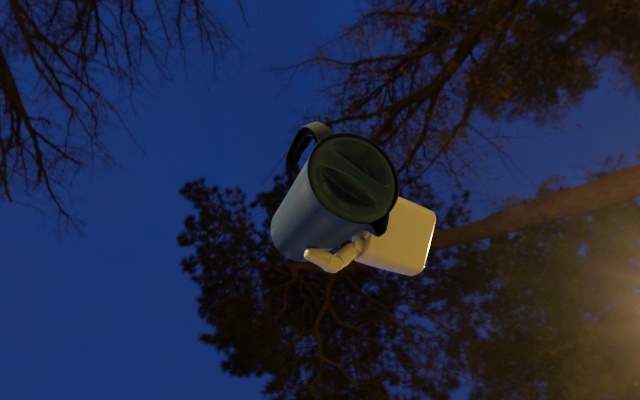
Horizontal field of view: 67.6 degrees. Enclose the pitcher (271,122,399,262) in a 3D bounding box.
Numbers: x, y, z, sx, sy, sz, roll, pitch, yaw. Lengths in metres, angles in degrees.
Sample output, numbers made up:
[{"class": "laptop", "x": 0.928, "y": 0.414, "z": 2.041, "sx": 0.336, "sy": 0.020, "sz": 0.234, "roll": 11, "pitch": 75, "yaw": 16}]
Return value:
[{"class": "pitcher", "x": 0.000, "y": 0.002, "z": 0.728, "sx": 0.145, "sy": 0.149, "sz": 0.243, "roll": 18, "pitch": -28, "yaw": -15}]
